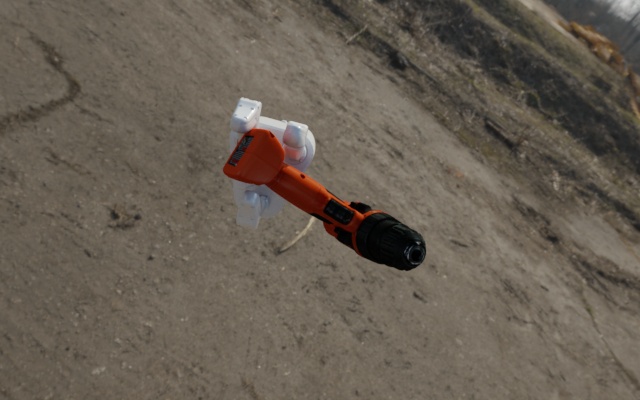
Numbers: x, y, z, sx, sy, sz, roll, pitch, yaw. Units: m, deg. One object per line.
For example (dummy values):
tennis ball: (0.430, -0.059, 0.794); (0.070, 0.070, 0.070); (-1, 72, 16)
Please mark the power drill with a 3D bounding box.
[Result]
power drill: (0.000, 0.001, 0.483); (0.188, 0.057, 0.184); (35, -6, -22)
